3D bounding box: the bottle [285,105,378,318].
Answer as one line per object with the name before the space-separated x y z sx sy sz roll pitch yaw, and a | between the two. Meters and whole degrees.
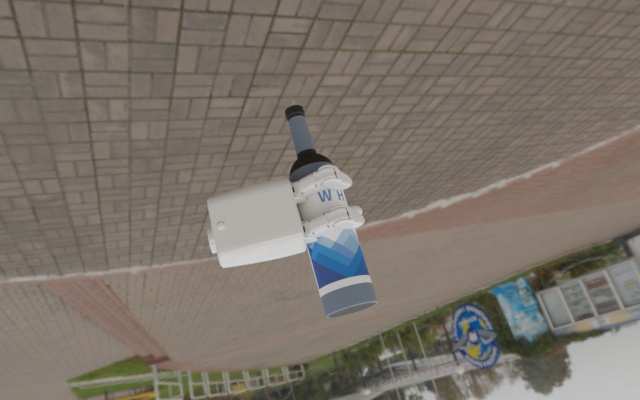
bottle | 0.000 0.002 0.637 0.069 0.295 0.069 -14 -20 -5
